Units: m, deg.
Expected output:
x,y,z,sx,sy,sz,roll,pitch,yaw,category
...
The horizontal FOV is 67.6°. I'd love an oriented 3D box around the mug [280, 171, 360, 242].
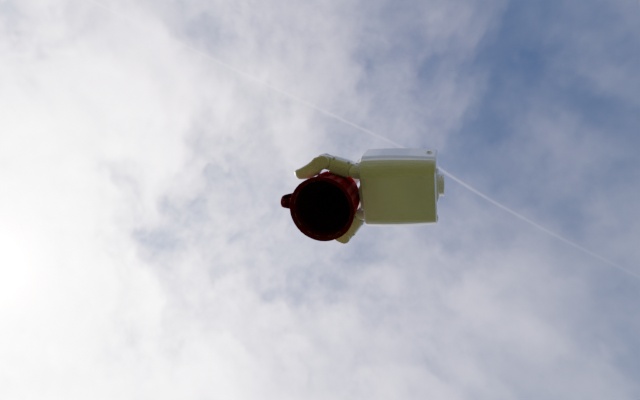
x,y,z,sx,sy,sz,roll,pitch,yaw,category
-0.001,0.002,0.696,0.117,0.093,0.081,1,15,15,mug
